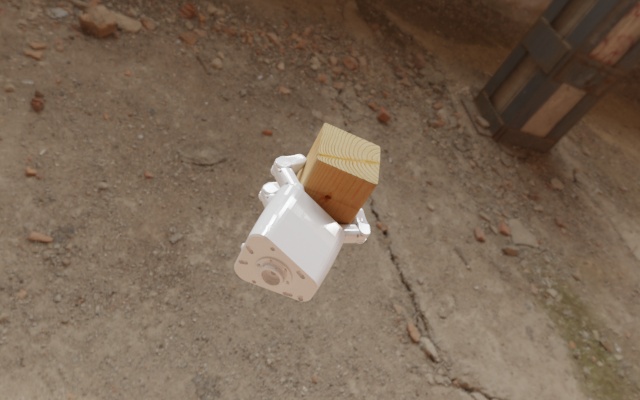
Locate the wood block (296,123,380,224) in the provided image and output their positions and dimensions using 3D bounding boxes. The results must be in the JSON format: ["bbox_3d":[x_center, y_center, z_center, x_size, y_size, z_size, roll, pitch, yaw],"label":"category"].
[{"bbox_3d":[0.000,0.003,0.710,0.091,0.090,0.206,22,-49,-10],"label":"wood block"}]
